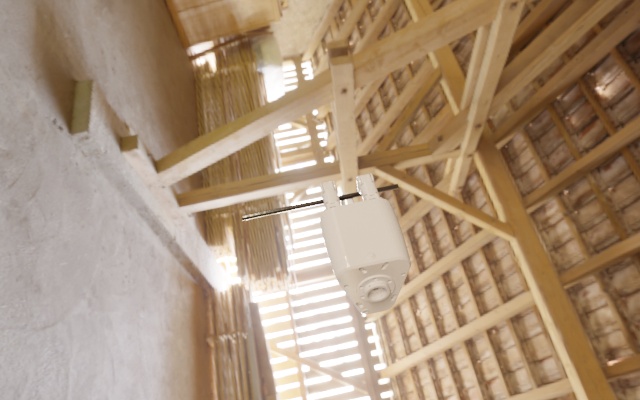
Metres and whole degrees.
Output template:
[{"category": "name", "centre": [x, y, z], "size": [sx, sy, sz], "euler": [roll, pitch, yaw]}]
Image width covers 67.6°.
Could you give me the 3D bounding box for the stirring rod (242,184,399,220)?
[{"category": "stirring rod", "centre": [0.000, 0.002, 0.722], "size": [0.239, 0.011, 0.011], "euler": [-12, 0, -2]}]
